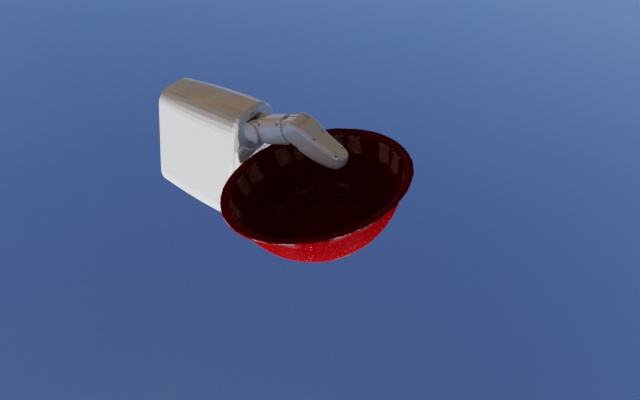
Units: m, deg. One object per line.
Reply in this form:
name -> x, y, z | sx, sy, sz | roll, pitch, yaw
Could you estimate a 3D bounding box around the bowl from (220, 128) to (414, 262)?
bowl -> 0.001, 0.002, 0.407 | 0.162, 0.055, 0.162 | -9, 36, 7
